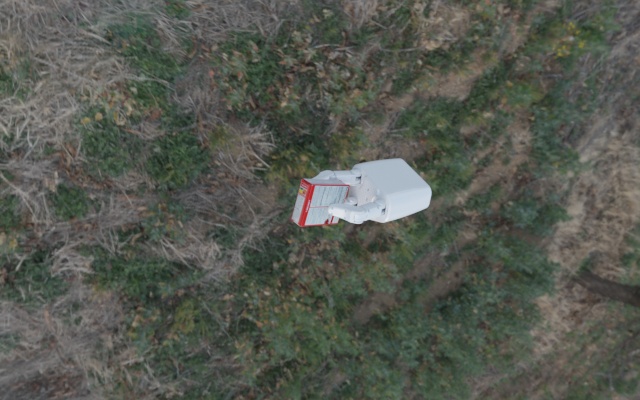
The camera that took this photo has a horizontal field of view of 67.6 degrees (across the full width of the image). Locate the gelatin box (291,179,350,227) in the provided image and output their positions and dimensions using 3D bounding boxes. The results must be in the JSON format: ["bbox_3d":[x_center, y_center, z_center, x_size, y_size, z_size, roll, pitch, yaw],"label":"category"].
[{"bbox_3d":[0.000,0.003,0.786,0.089,0.073,0.030,-2,25,-44],"label":"gelatin box"}]
